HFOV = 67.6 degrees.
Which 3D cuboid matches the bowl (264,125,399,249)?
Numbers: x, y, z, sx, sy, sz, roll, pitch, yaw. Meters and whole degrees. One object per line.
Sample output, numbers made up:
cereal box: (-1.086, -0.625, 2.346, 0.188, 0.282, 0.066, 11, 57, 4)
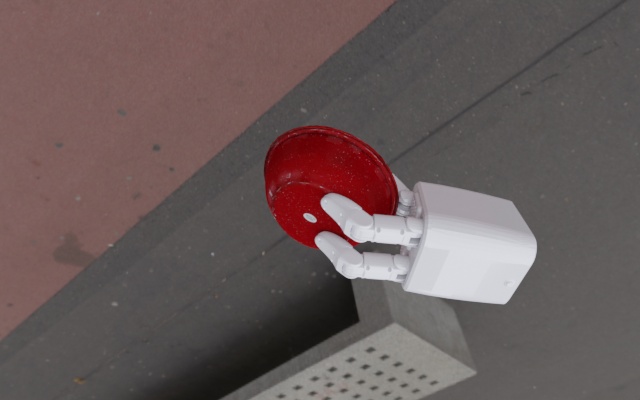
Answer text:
bowl: (-0.001, 0.002, 0.521, 0.162, 0.162, 0.055, 0, 37, 27)
